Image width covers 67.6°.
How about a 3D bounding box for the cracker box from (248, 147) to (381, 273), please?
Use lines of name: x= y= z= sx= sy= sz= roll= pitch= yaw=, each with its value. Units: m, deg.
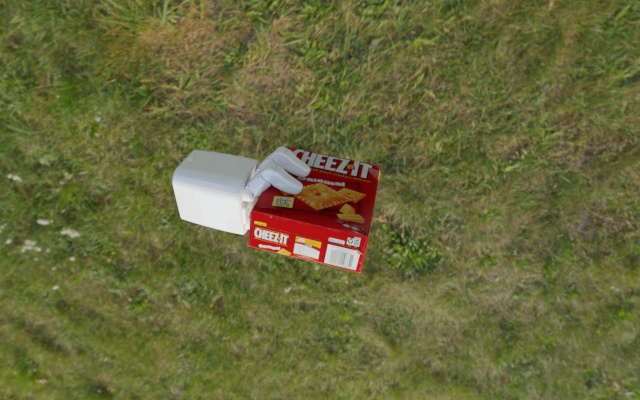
cracker box: x=0.000 y=0.003 z=0.730 sx=0.164 sy=0.072 sz=0.213 roll=13 pitch=33 yaw=4
